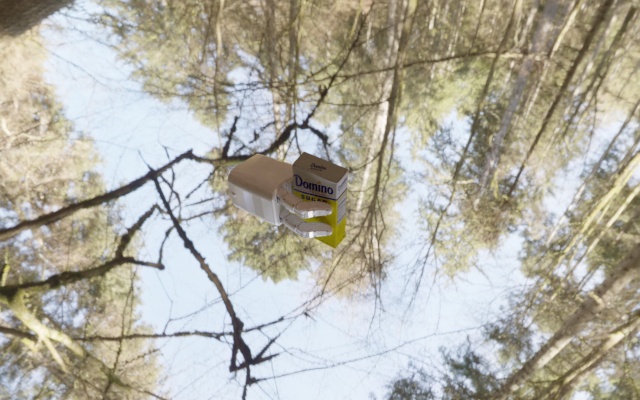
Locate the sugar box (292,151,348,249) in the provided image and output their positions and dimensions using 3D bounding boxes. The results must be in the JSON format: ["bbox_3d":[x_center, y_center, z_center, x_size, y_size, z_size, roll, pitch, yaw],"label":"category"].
[{"bbox_3d":[0.000,0.003,0.864,0.093,0.176,0.048,24,54,23],"label":"sugar box"}]
